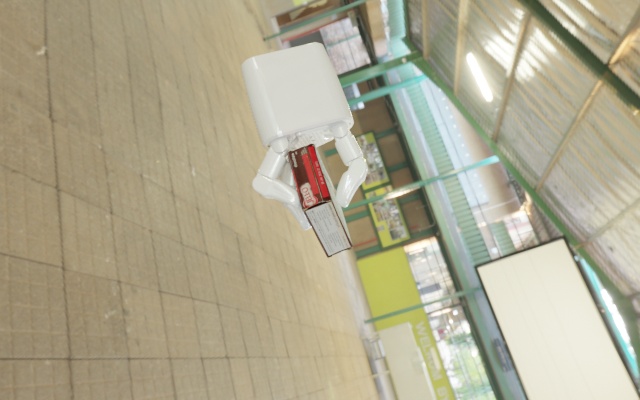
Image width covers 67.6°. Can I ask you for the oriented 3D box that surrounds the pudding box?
[{"bbox_3d":[0.000,0.002,0.569,0.039,0.090,0.114,-20,-37,6],"label":"pudding box"}]
